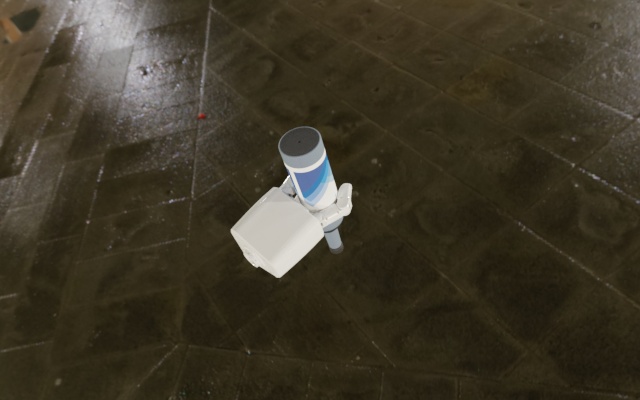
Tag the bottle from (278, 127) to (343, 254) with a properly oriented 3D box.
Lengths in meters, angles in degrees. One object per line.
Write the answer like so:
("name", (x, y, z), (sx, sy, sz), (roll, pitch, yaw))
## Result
("bottle", (0.000, 0.003, 0.829), (0.069, 0.069, 0.296), (0, -38, 16))
